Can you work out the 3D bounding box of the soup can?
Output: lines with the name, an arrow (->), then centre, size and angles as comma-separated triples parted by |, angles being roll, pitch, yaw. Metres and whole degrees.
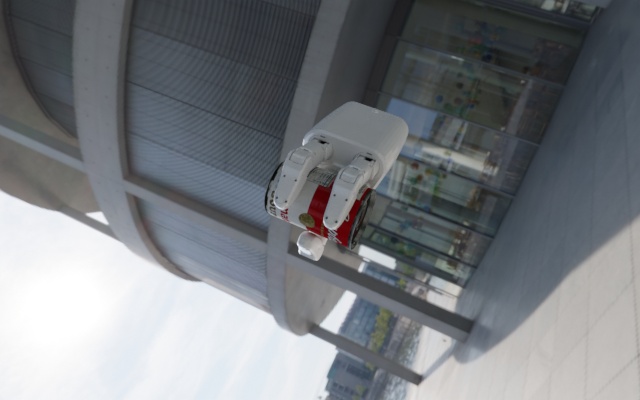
soup can -> 0.000, 0.002, 0.511 | 0.102, 0.068, 0.068 | 22, 6, 14
